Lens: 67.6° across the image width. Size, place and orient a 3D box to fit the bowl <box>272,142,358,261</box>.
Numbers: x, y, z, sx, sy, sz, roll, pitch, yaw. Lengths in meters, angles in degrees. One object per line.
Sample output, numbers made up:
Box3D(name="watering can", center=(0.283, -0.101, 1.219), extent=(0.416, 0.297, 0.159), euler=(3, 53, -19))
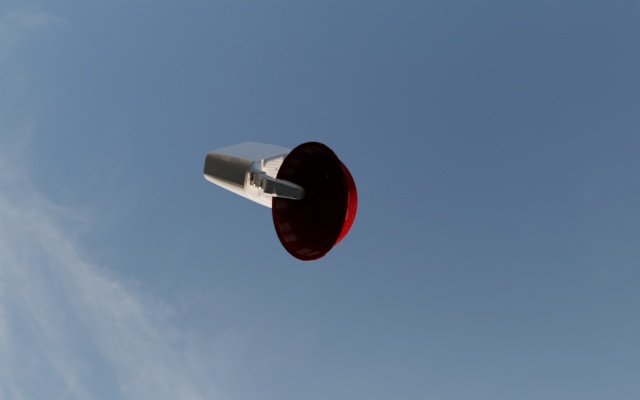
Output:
Box3D(name="bowl", center=(0.001, 0.003, 0.660), extent=(0.055, 0.162, 0.162), euler=(4, -3, -41))
